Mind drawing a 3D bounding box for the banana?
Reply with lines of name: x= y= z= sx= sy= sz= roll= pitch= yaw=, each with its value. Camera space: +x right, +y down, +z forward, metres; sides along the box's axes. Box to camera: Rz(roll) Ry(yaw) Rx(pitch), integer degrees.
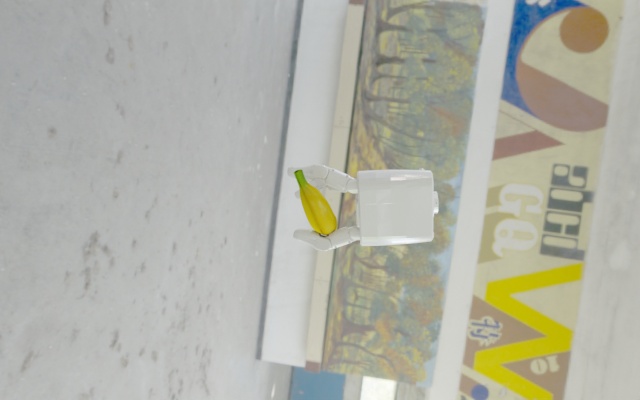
banana: x=0.002 y=0.018 z=0.715 sx=0.037 sy=0.069 sz=0.198 roll=-12 pitch=-21 yaw=6
